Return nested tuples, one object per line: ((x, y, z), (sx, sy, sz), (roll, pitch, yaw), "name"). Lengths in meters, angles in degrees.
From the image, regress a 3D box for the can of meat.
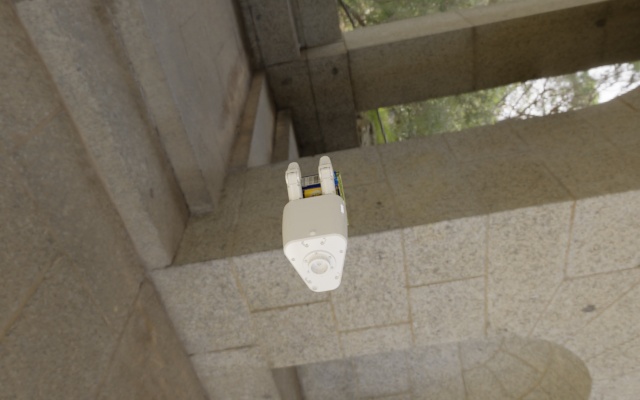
((0.000, 0.003, 0.826), (0.084, 0.102, 0.057), (-10, 29, 4), "can of meat")
